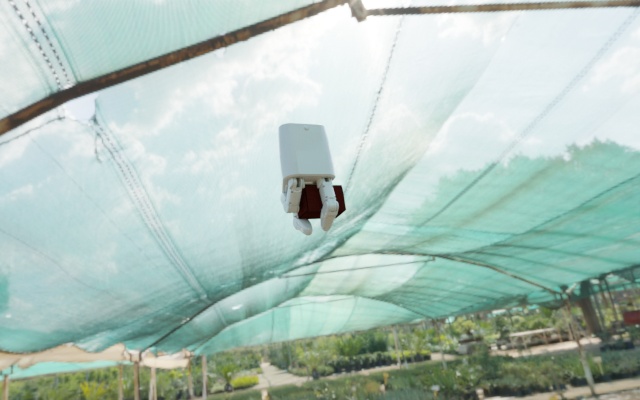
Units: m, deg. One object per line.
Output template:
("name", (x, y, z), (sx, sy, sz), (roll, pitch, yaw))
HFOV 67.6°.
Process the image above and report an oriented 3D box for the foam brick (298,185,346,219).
("foam brick", (0.000, 0.003, 0.881), (0.078, 0.051, 0.053), (-1, -19, -24))
